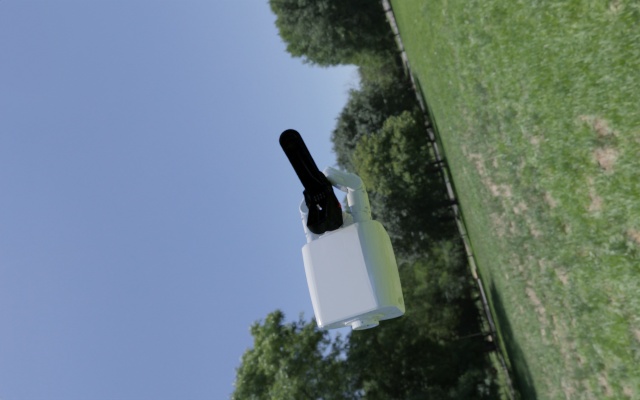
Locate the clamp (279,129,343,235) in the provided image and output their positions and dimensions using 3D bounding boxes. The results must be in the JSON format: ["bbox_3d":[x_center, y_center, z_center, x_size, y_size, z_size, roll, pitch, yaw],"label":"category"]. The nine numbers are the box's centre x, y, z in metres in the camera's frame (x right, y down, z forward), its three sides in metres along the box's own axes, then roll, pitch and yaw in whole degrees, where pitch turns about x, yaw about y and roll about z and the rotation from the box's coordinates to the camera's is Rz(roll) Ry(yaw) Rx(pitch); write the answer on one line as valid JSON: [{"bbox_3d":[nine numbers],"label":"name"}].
[{"bbox_3d":[0.000,0.002,0.563,0.039,0.120,0.171,-17,-25,12],"label":"clamp"}]
